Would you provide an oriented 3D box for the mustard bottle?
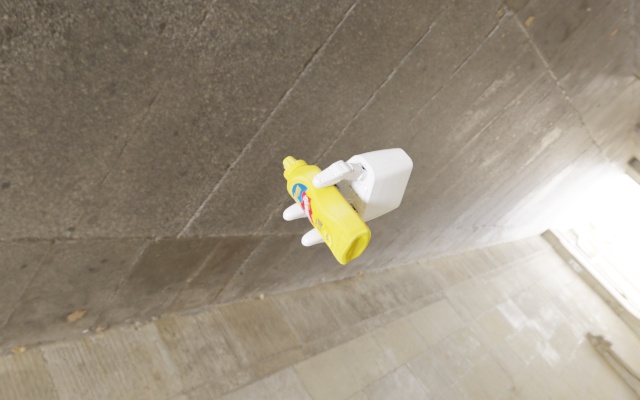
[{"bbox_3d":[0.000,0.003,0.746,0.058,0.191,0.096,-29,-24,-18],"label":"mustard bottle"}]
